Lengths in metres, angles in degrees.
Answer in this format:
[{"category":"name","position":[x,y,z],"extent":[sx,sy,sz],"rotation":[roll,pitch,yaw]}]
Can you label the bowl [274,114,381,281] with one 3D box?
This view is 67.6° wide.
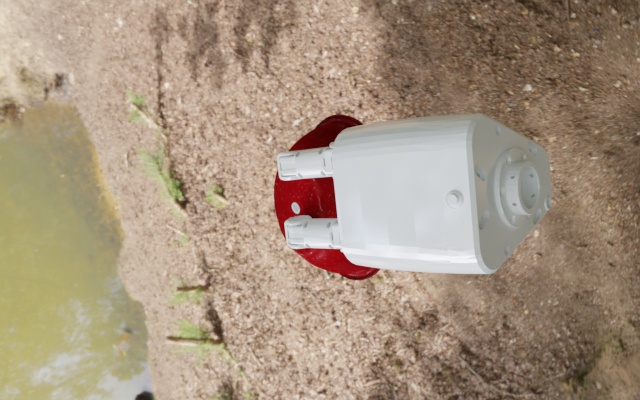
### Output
[{"category":"bowl","position":[-0.001,0.002,0.452],"extent":[0.055,0.162,0.162],"rotation":[-9,5,-30]}]
